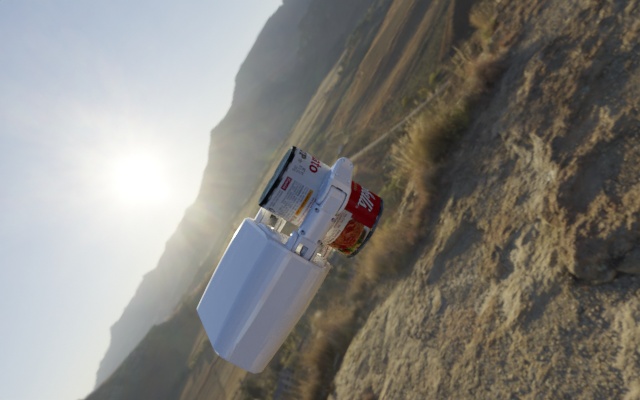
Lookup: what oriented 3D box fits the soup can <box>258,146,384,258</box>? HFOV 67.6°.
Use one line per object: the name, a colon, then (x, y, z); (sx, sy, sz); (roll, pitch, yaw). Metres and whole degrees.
soup can: (0.000, 0.001, 0.459); (0.102, 0.068, 0.068); (31, -6, -11)
